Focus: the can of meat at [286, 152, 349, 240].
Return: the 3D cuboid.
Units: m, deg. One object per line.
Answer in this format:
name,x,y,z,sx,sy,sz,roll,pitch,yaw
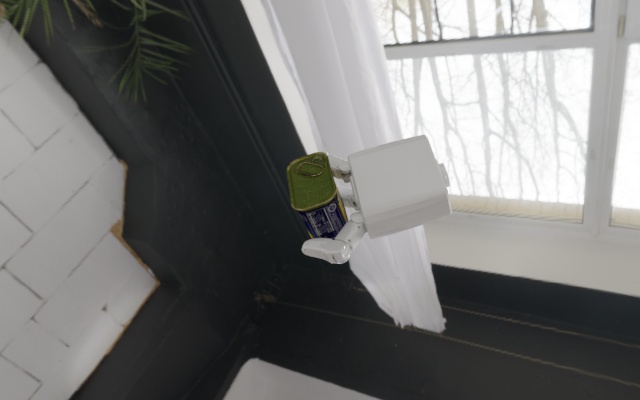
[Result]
can of meat,0.000,0.002,0.615,0.057,0.084,0.102,-20,40,6
